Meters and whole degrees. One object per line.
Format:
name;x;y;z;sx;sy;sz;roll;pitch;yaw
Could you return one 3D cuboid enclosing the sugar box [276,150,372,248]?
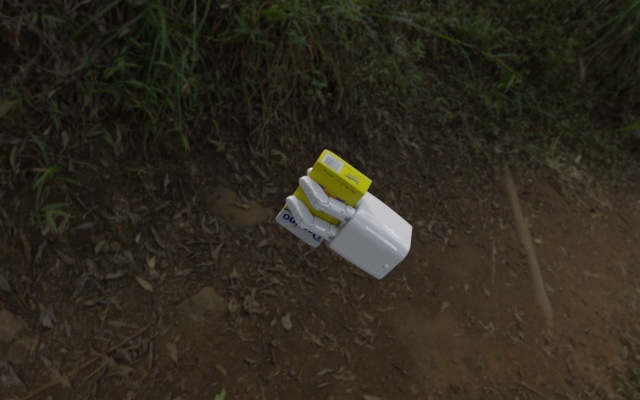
sugar box;0.000;0.003;0.811;0.093;0.176;0.048;36;42;-2
